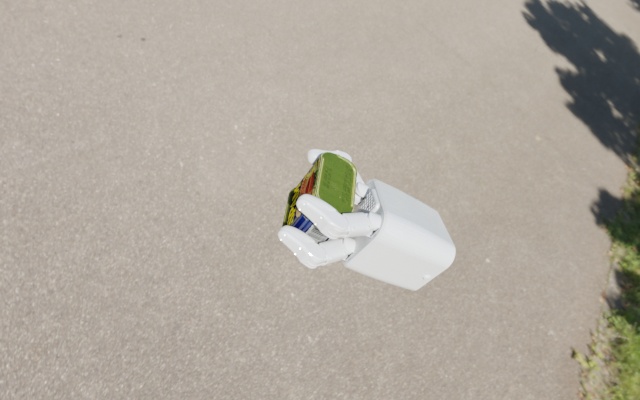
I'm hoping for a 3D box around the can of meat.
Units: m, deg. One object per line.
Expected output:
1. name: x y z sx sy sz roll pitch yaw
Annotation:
1. can of meat: 0.000 0.002 0.581 0.057 0.102 0.084 25 -47 -16
